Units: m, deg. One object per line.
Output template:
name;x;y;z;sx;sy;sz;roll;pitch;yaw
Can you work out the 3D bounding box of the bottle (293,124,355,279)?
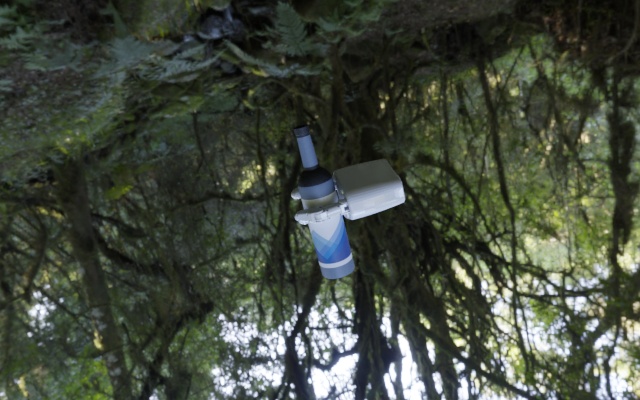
bottle;0.000;0.003;0.897;0.069;0.296;0.069;-13;19;5
